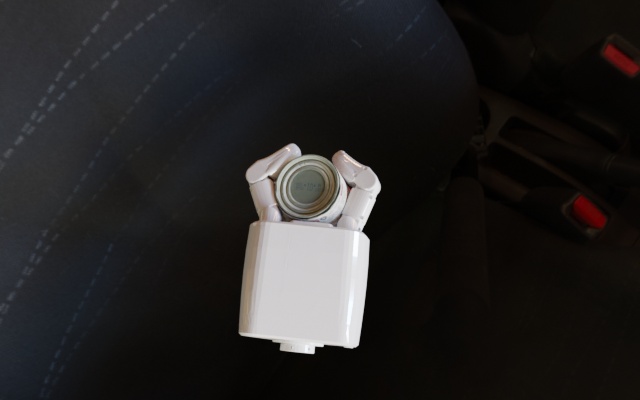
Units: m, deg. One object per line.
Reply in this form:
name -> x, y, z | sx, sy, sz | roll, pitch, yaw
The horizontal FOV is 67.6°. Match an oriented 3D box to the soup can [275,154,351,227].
soup can -> 0.000, 0.001, 0.500 | 0.068, 0.068, 0.102 | 0, -18, 17
